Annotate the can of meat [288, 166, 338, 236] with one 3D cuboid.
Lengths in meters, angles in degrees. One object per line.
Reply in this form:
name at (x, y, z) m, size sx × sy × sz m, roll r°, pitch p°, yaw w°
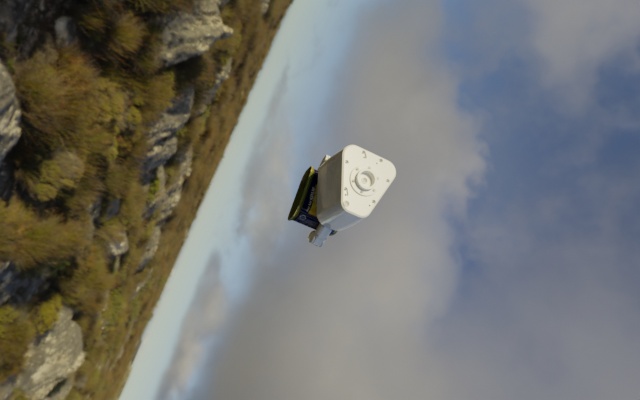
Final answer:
can of meat at (0.000, 0.003, 0.848) m, size 0.084 × 0.102 × 0.057 m, roll 24°, pitch -22°, yaw -12°
